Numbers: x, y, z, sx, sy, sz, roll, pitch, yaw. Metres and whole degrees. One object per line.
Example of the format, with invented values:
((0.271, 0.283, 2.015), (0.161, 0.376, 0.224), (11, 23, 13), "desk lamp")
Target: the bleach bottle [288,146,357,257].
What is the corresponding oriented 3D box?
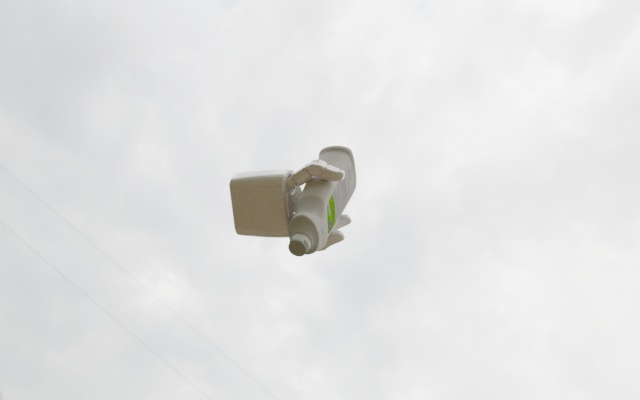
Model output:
((0.000, 0.003, 0.794), (0.068, 0.103, 0.250), (-1, 28, 19), "bleach bottle")
